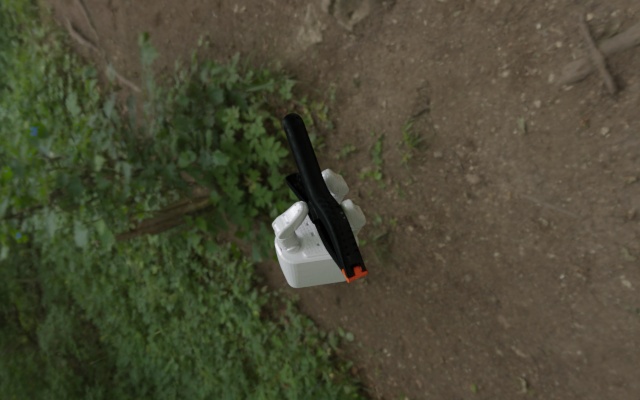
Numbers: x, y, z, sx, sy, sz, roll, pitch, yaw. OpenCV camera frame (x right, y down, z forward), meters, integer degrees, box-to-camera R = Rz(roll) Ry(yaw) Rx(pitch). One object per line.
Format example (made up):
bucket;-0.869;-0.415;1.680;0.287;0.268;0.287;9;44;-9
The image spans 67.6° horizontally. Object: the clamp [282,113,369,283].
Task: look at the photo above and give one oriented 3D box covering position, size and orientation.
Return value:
clamp;0.000;0.003;0.603;0.036;0.210;0.165;-23;-29;-12
